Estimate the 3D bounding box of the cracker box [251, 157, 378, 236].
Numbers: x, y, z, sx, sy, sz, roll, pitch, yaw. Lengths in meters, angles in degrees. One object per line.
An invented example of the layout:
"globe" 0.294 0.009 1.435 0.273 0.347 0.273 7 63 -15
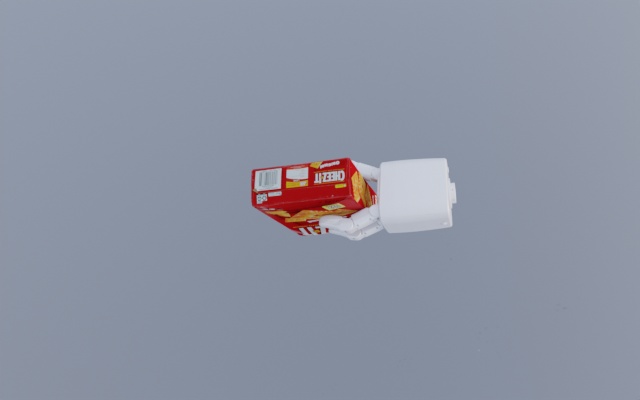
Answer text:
"cracker box" 0.000 0.002 0.818 0.164 0.072 0.214 -6 -18 17
